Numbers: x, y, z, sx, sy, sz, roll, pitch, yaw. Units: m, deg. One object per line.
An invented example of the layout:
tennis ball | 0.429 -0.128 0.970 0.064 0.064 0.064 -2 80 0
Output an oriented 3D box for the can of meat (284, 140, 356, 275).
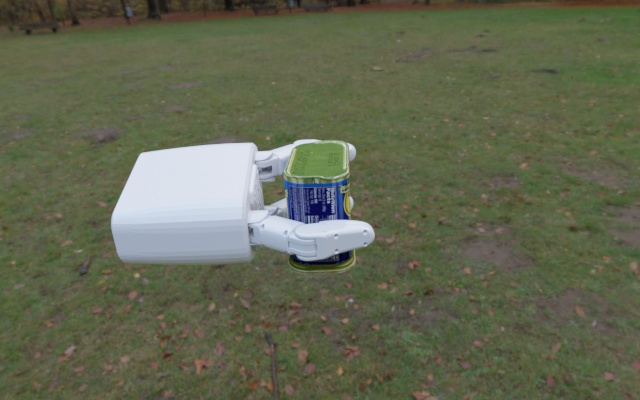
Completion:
can of meat | 0.000 0.001 0.415 0.057 0.084 0.102 -2 24 3
